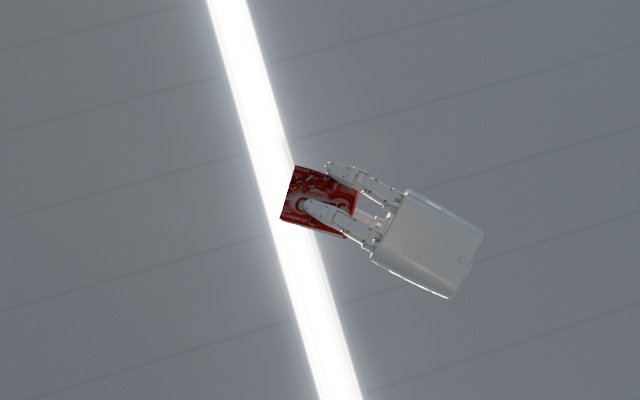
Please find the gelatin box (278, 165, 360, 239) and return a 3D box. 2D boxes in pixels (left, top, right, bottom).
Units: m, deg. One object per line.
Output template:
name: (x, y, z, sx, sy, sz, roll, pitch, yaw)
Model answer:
gelatin box: (0.000, 0.002, 0.606, 0.089, 0.073, 0.030, 15, -10, 8)
